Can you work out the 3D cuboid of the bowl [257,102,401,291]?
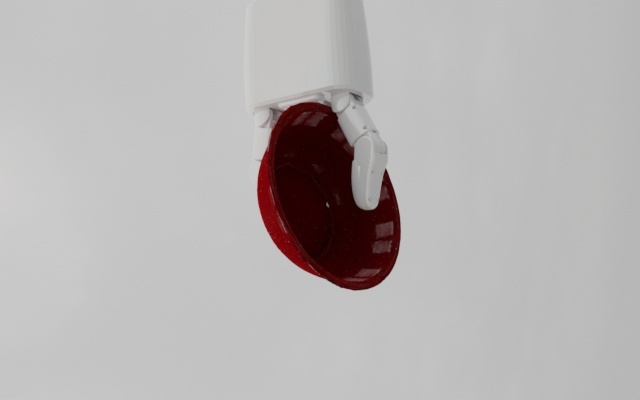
[{"bbox_3d":[0.000,0.003,0.405,0.055,0.162,0.162,-24,-15,38],"label":"bowl"}]
